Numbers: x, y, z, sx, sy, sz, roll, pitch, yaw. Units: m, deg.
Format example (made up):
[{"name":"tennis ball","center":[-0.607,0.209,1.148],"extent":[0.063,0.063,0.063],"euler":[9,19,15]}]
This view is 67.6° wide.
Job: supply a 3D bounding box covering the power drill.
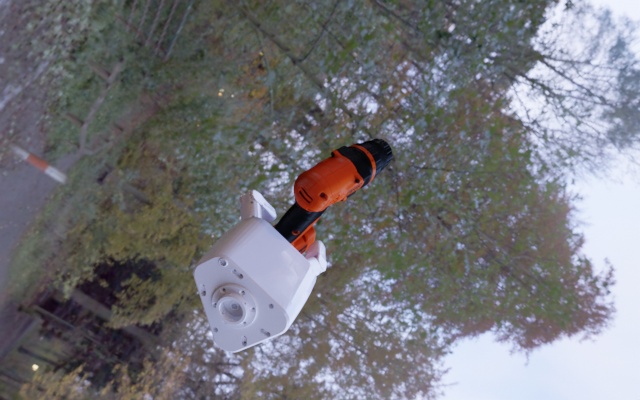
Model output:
[{"name":"power drill","center":[0.000,0.002,0.615],"extent":[0.184,0.057,0.188],"euler":[-29,-17,-49]}]
